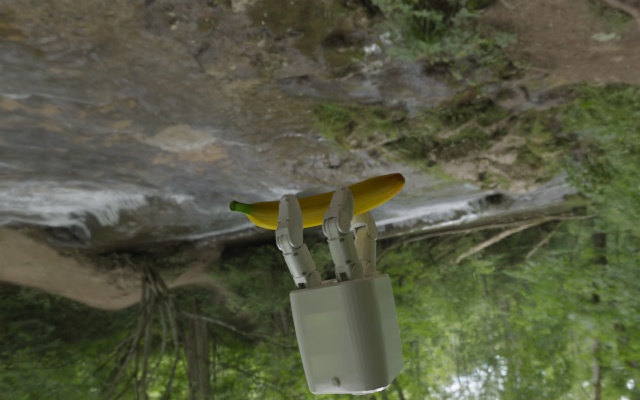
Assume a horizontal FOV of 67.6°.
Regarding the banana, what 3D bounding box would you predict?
[{"bbox_3d":[0.001,0.006,0.548,0.198,0.037,0.070,-11,-14,11],"label":"banana"}]
